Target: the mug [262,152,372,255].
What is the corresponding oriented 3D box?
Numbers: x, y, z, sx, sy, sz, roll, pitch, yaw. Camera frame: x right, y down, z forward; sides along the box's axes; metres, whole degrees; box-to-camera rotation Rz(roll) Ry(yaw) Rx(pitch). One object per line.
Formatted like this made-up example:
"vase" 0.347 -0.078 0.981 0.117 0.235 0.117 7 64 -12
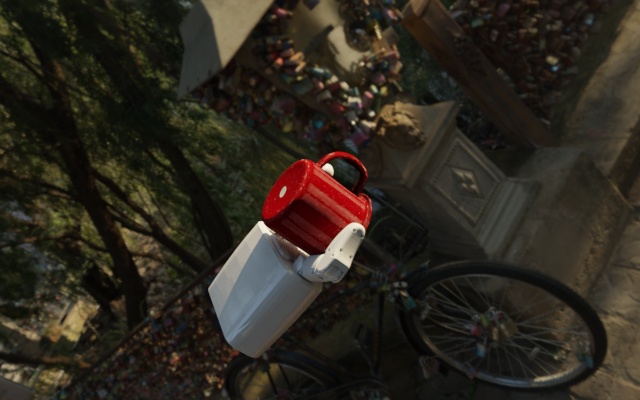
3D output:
"mug" 0.001 0.000 0.498 0.081 0.117 0.093 36 8 -23
